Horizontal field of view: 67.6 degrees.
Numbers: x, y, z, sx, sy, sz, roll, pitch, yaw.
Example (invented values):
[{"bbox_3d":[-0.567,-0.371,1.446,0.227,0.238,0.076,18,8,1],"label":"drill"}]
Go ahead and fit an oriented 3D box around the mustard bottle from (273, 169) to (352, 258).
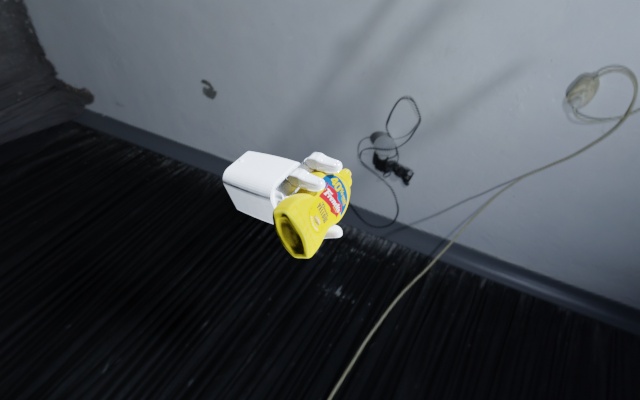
[{"bbox_3d":[0.000,0.003,0.792,0.058,0.096,0.191,-4,31,38],"label":"mustard bottle"}]
